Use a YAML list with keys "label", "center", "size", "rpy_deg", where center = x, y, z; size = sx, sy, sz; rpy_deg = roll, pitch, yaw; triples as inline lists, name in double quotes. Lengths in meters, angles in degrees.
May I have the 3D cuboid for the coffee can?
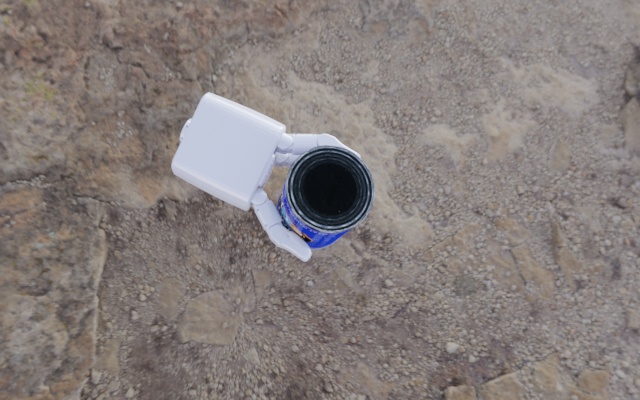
- label: "coffee can"
  center: [0.000, 0.002, 0.600]
  size: [0.103, 0.102, 0.140]
  rpy_deg: [0, -13, -10]
